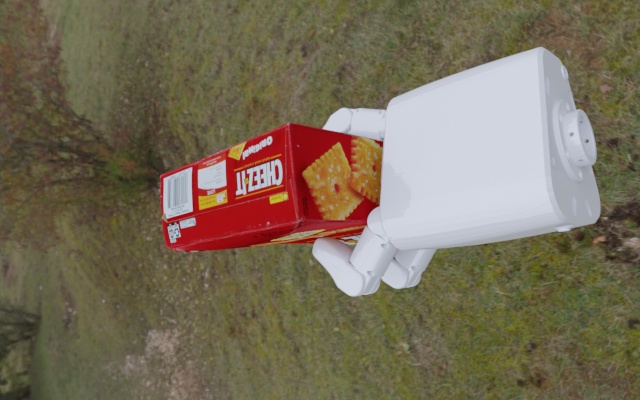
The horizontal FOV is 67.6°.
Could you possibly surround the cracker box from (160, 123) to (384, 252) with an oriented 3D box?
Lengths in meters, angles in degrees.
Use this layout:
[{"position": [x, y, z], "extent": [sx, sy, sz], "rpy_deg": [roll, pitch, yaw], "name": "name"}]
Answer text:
[{"position": [0.000, 0.001, 0.409], "extent": [0.164, 0.072, 0.214], "rpy_deg": [-13, -12, 43], "name": "cracker box"}]
